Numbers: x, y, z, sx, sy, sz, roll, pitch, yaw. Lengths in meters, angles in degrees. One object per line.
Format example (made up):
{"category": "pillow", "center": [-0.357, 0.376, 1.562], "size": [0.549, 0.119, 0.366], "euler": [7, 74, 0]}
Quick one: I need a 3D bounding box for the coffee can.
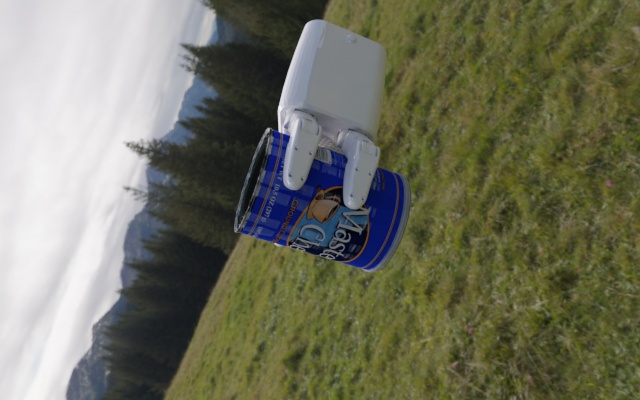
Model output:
{"category": "coffee can", "center": [0.000, 0.002, 0.460], "size": [0.140, 0.103, 0.103], "euler": [18, -5, -15]}
